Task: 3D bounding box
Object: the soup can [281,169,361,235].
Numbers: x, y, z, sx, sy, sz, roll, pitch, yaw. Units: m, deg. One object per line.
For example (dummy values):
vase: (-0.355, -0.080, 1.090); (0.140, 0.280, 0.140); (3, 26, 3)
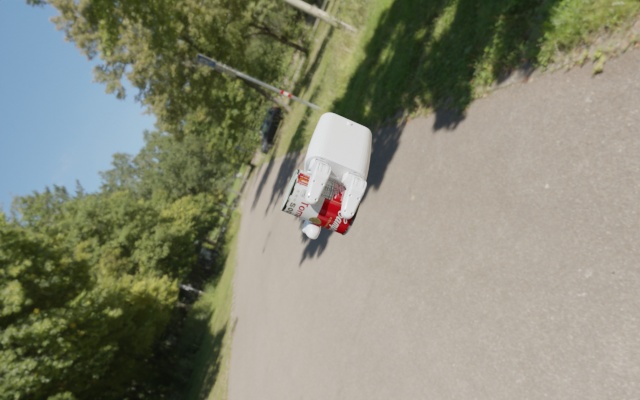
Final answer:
soup can: (0.000, 0.003, 0.709); (0.102, 0.068, 0.068); (22, -4, -9)
